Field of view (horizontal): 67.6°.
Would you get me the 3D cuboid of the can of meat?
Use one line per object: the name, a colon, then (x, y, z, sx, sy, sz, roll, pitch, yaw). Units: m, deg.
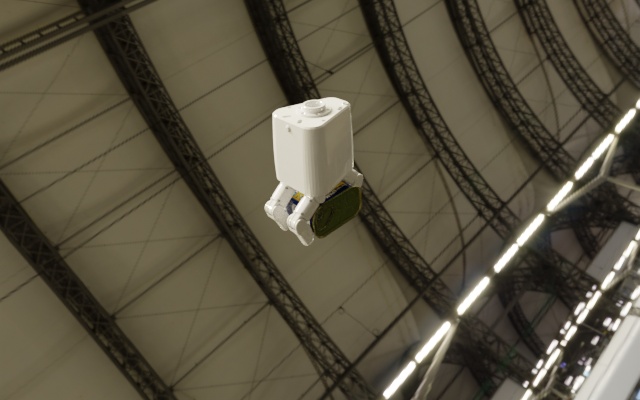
can of meat: (0.000, 0.002, 0.748, 0.102, 0.057, 0.084, -32, 43, -31)
